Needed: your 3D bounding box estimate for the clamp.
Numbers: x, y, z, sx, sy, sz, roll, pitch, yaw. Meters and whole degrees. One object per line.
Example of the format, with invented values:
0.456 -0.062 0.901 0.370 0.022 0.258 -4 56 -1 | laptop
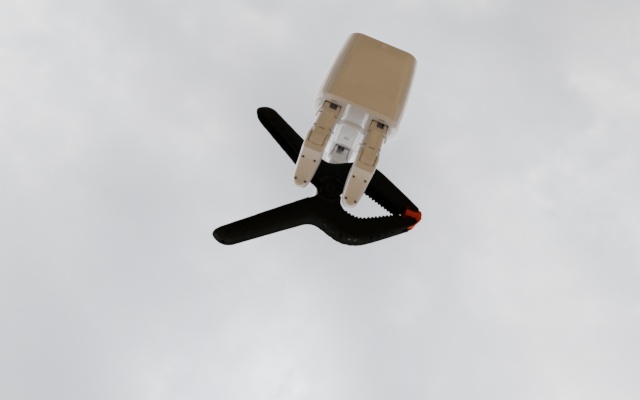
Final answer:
0.001 0.002 0.505 0.210 0.164 0.036 22 -24 0 | clamp
